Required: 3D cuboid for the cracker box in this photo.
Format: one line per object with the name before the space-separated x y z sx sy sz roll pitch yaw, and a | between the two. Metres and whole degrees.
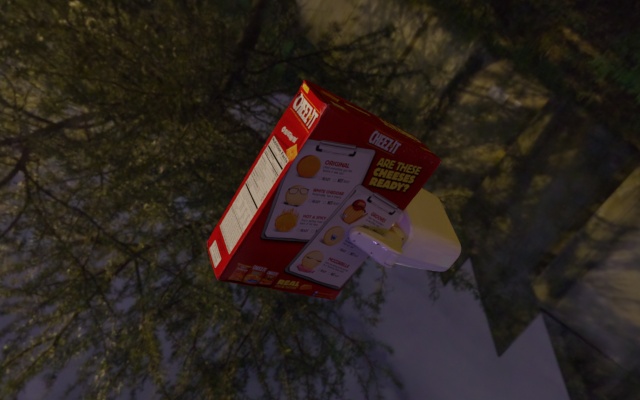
cracker box | 0.000 0.002 0.517 0.164 0.214 0.072 18 25 -37
